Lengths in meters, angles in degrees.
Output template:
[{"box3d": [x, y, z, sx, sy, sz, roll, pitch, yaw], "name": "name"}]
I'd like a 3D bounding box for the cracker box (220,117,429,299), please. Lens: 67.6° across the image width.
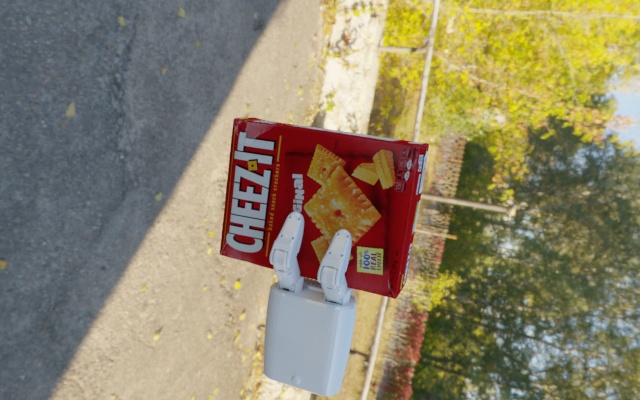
[{"box3d": [0.000, 0.002, 0.537, 0.213, 0.164, 0.072, 11, 10, 17], "name": "cracker box"}]
